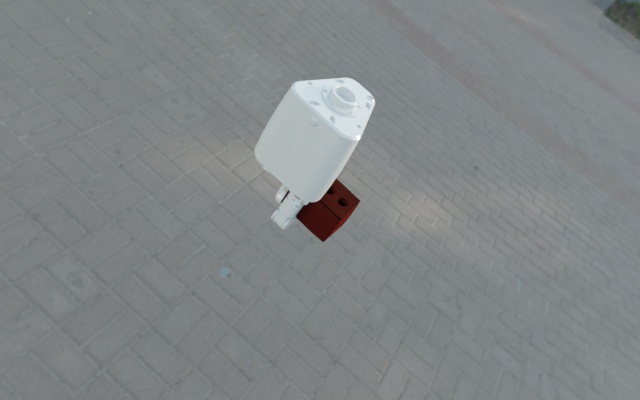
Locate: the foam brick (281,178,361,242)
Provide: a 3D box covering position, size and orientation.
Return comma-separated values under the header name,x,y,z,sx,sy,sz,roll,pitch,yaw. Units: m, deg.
name,x,y,z,sx,sy,sz,roll,pitch,yaw
foam brick,0.000,0.002,0.602,0.053,0.078,0.051,-40,-10,-48
